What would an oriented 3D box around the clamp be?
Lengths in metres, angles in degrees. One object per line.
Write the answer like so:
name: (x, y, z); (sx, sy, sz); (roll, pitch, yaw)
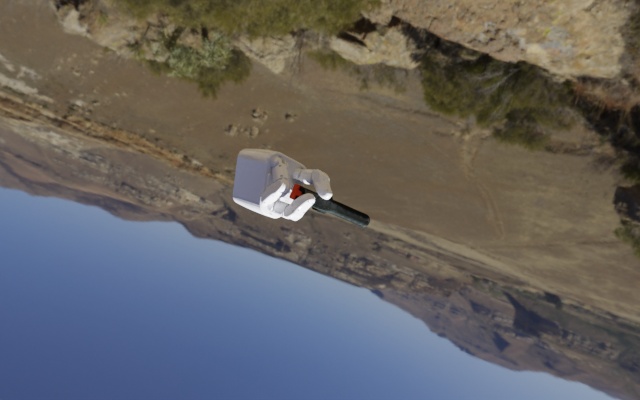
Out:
clamp: (0.000, 0.003, 0.872); (0.171, 0.039, 0.120); (26, -7, -41)
